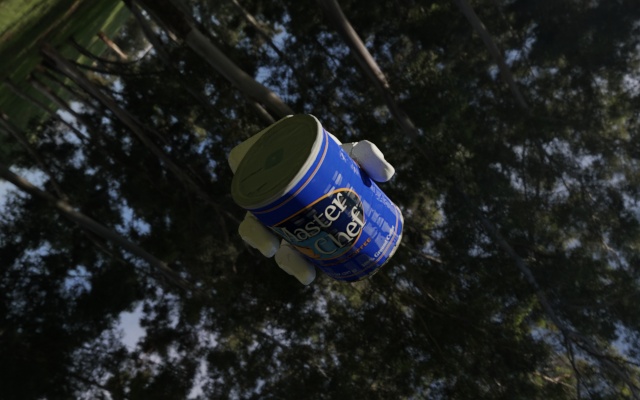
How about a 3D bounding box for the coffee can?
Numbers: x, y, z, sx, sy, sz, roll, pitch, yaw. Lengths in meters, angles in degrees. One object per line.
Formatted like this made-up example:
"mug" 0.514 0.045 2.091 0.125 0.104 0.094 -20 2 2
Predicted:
"coffee can" 0.000 0.001 0.459 0.103 0.102 0.140 0 -35 47
